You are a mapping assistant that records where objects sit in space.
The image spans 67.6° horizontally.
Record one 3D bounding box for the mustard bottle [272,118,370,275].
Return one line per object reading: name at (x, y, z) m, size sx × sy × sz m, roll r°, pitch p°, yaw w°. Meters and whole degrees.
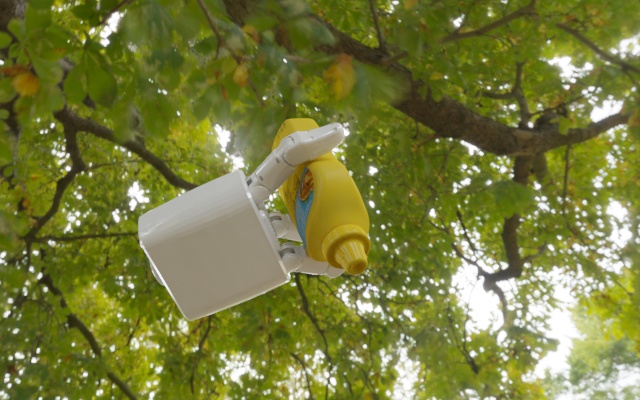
mustard bottle at (0.000, 0.001, 0.460) m, size 0.058 × 0.096 × 0.191 m, roll -3°, pitch 35°, yaw -19°
